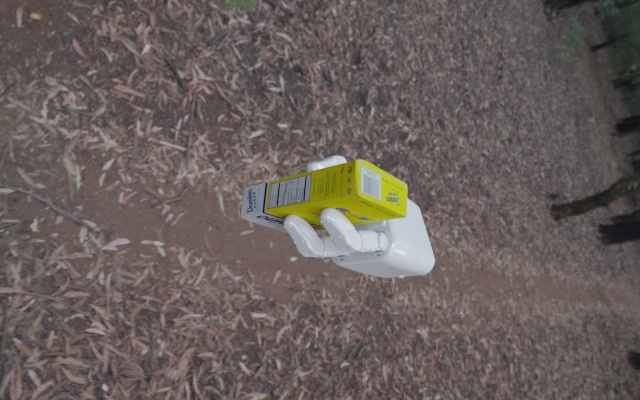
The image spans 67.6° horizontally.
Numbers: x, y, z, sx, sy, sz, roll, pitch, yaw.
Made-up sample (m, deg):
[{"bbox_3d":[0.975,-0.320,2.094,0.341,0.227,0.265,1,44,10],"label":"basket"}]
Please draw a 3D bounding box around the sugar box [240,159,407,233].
[{"bbox_3d":[0.000,0.002,0.548,0.176,0.048,0.093,-14,-26,39],"label":"sugar box"}]
